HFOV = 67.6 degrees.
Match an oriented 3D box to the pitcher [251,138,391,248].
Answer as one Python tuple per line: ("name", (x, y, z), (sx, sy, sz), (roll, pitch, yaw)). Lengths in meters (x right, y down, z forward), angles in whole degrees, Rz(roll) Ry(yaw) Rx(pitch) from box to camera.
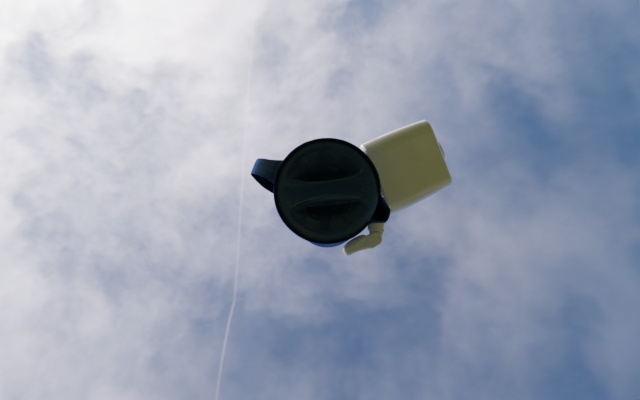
("pitcher", (0.000, 0.002, 0.697), (0.145, 0.149, 0.243), (-25, -9, -4))
